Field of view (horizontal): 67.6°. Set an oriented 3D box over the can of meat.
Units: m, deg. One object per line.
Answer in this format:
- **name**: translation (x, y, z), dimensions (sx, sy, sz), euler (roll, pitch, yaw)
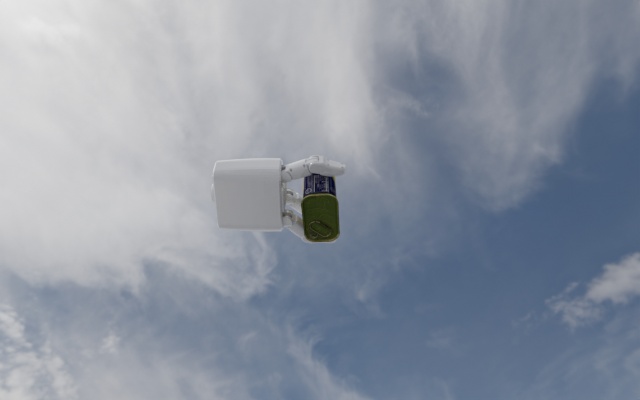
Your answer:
- **can of meat**: translation (0.000, 0.002, 0.772), dimensions (0.057, 0.102, 0.083), euler (-3, 42, 2)
